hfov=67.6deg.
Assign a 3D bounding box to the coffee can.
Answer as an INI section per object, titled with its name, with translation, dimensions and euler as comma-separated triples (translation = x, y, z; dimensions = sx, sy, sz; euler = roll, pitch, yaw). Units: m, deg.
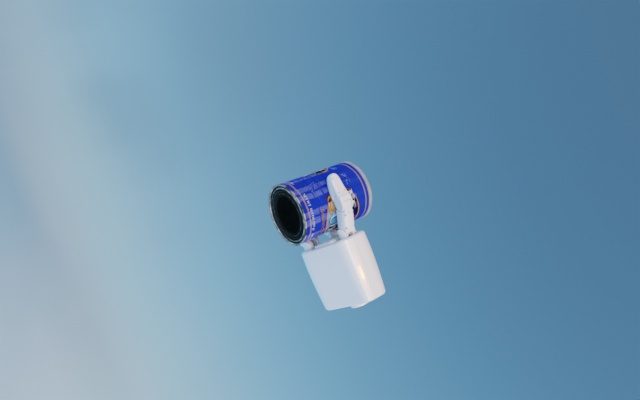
[coffee can]
translation = 0.000, 0.002, 0.791
dimensions = 0.140, 0.103, 0.103
euler = -21, 12, -33
